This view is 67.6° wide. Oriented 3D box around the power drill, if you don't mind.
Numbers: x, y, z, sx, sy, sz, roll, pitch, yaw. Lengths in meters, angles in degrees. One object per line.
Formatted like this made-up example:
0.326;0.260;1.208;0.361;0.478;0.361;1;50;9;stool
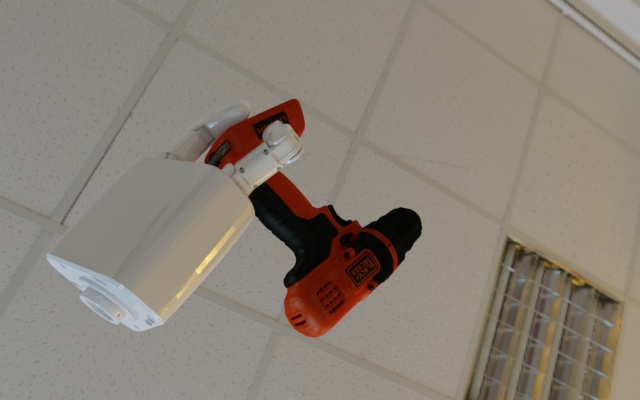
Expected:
0.000;0.001;0.436;0.184;0.187;0.057;-34;-3;-43;power drill
